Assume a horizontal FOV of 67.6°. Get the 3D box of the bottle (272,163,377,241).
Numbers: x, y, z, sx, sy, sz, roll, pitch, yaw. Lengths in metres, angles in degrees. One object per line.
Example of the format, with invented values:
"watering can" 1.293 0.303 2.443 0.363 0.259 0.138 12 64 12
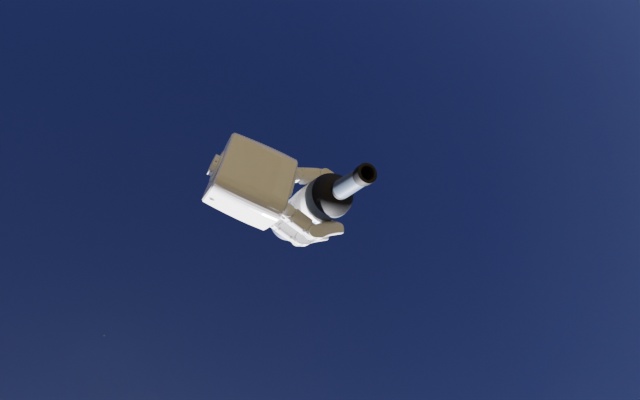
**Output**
"bottle" 0.000 0.002 0.723 0.069 0.069 0.296 0 -14 -24
